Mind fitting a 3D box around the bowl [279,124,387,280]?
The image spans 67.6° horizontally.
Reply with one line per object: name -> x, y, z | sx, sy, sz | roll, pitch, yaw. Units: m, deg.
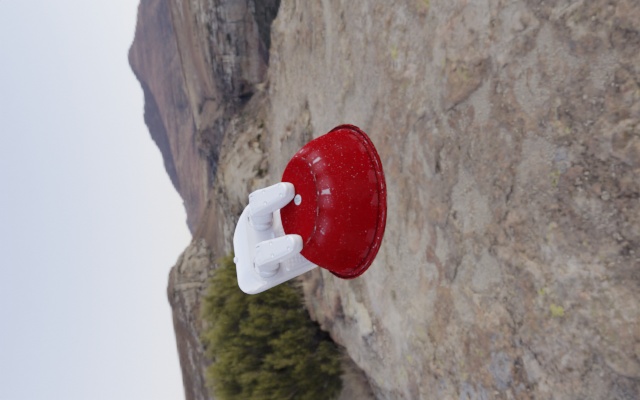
bowl -> 0.000, 0.001, 0.487 | 0.055, 0.162, 0.162 | 0, 0, -28
